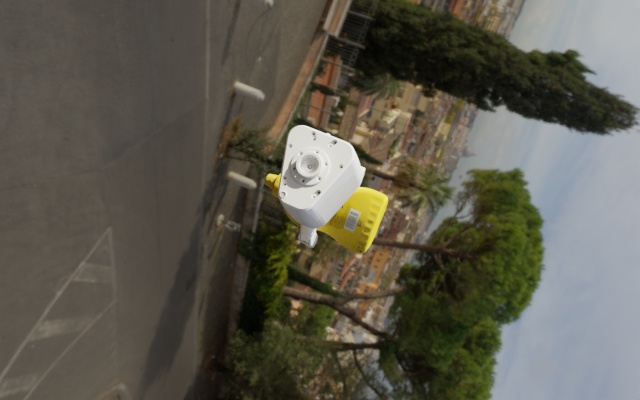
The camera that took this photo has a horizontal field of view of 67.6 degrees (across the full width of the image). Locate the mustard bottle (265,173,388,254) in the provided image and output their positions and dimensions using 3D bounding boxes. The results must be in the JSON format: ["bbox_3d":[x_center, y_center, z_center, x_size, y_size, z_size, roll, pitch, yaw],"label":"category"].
[{"bbox_3d":[0.000,0.003,0.741,0.191,0.096,0.058,23,15,13],"label":"mustard bottle"}]
